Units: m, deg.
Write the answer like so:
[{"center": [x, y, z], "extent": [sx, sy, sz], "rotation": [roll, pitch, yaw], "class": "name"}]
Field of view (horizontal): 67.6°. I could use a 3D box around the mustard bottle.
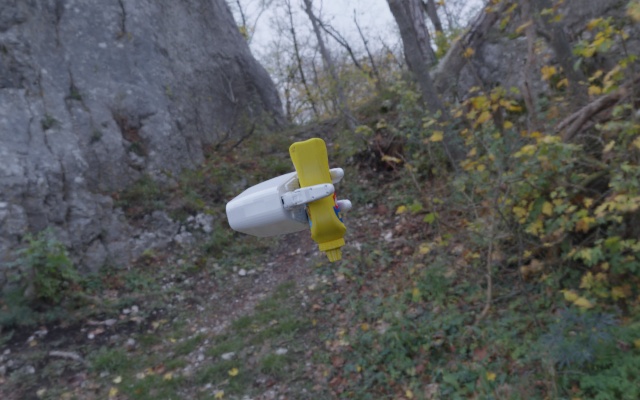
[{"center": [0.000, 0.002, 0.754], "extent": [0.058, 0.191, 0.096], "rotation": [-14, -2, 0], "class": "mustard bottle"}]
